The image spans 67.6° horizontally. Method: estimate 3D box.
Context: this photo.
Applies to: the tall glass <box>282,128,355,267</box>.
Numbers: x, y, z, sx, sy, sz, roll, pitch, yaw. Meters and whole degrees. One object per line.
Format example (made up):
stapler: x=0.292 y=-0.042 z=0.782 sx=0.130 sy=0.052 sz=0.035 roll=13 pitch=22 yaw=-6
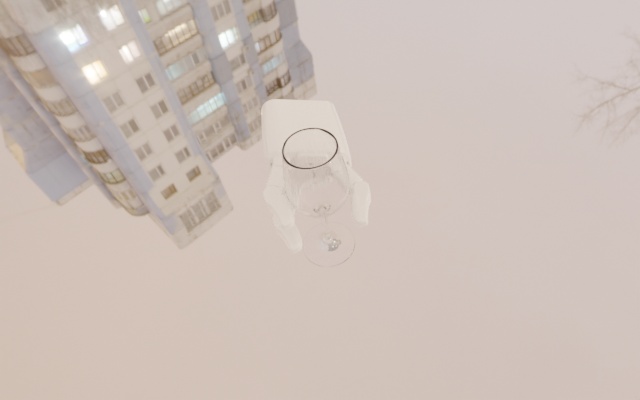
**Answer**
tall glass: x=0.000 y=0.002 z=0.595 sx=0.079 sy=0.079 sz=0.201 roll=0 pitch=-36 yaw=8
